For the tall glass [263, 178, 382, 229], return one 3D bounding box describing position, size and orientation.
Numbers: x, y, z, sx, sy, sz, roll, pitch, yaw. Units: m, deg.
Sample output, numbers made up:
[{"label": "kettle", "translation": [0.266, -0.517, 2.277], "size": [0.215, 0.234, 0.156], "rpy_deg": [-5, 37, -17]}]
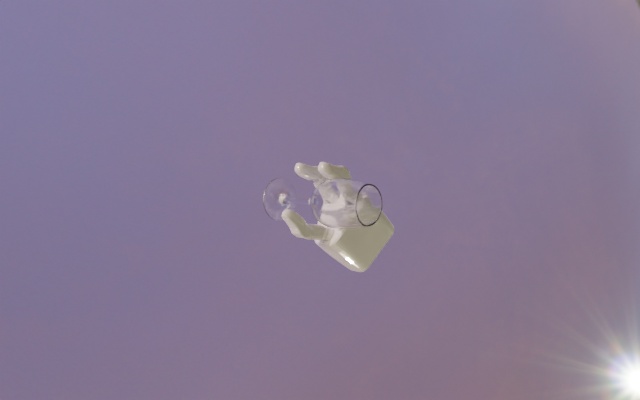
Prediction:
[{"label": "tall glass", "translation": [0.000, 0.002, 0.755], "size": [0.079, 0.079, 0.201], "rpy_deg": [0, 2, -45]}]
